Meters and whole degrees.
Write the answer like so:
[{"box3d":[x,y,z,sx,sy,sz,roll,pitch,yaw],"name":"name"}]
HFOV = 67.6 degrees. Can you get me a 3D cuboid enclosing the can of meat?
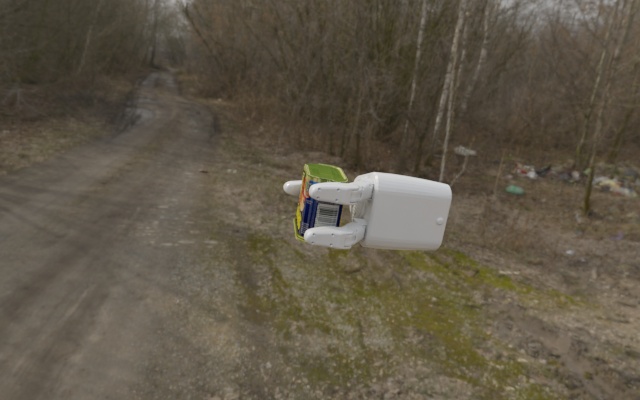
[{"box3d":[0.000,0.002,0.619,0.057,0.084,0.102,8,15,-7],"name":"can of meat"}]
